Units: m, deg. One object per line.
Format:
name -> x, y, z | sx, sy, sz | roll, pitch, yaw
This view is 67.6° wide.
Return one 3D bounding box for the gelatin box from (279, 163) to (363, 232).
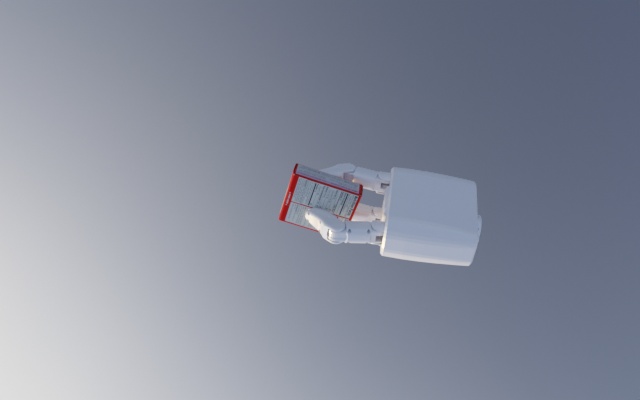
gelatin box -> 0.000, 0.002, 0.596 | 0.089, 0.073, 0.030 | 17, 34, -5
